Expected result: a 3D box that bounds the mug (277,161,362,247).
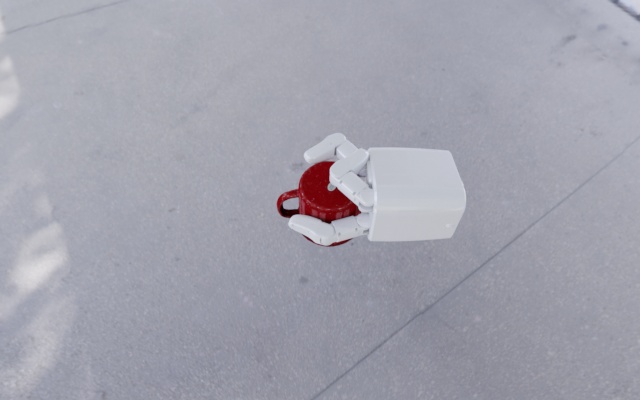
[{"bbox_3d":[-0.001,0.002,0.635,0.117,0.093,0.082,-1,-34,-1],"label":"mug"}]
